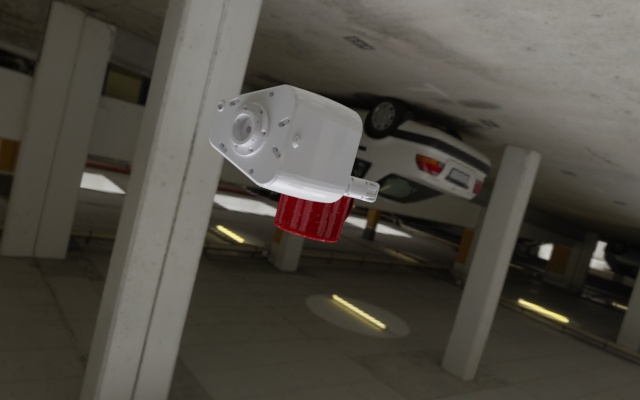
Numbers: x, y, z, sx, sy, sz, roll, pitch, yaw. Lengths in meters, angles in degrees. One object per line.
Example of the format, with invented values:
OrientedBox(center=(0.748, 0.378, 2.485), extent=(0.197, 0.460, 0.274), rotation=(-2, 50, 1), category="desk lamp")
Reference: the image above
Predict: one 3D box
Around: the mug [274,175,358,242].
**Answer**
OrientedBox(center=(0.001, 0.002, 0.582), extent=(0.093, 0.081, 0.117), rotation=(18, 4, 38), category="mug")
